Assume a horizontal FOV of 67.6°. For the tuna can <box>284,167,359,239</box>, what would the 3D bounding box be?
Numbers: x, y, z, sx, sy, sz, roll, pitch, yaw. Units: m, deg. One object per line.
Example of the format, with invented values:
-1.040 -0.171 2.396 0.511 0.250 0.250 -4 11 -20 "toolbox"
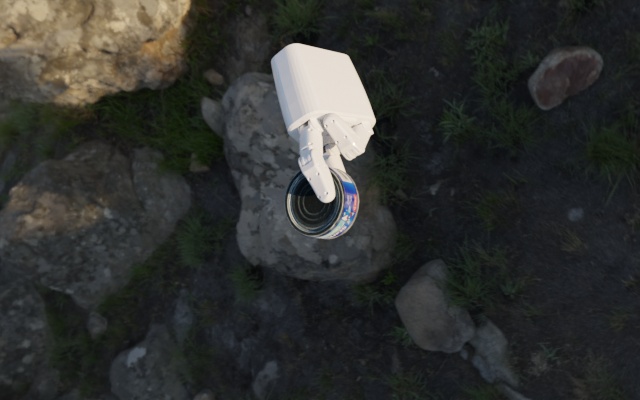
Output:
0.000 0.002 0.557 0.086 0.086 0.034 0 -6 34 "tuna can"
